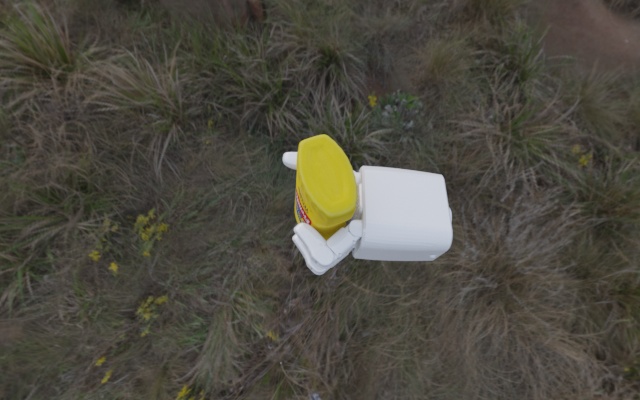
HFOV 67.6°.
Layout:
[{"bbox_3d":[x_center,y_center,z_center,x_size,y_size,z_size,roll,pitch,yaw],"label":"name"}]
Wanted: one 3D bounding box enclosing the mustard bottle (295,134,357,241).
[{"bbox_3d":[0.000,0.002,0.589,0.058,0.096,0.192,-19,-16,-11],"label":"mustard bottle"}]
